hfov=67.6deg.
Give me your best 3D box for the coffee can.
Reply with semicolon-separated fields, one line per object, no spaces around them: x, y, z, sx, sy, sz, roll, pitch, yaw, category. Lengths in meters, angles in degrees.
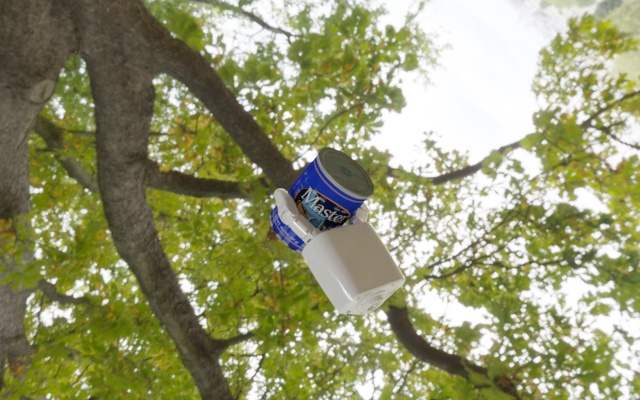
0.000;0.002;0.742;0.103;0.102;0.140;0;-42;-50;coffee can
